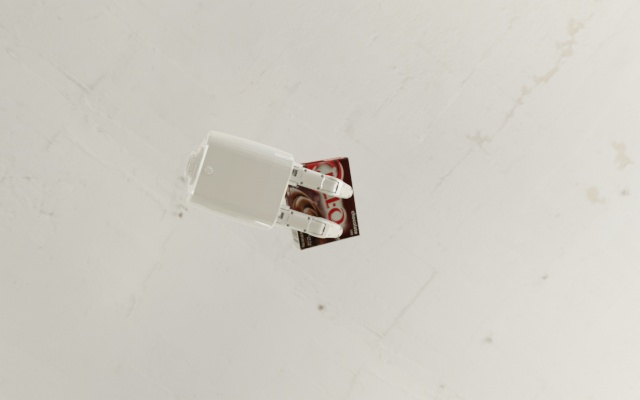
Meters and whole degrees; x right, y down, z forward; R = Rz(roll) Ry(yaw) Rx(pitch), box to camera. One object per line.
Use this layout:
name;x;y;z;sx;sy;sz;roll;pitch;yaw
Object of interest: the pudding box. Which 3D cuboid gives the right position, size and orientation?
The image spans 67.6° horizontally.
pudding box;0.000;0.002;0.651;0.090;0.113;0.039;-12;11;-19
